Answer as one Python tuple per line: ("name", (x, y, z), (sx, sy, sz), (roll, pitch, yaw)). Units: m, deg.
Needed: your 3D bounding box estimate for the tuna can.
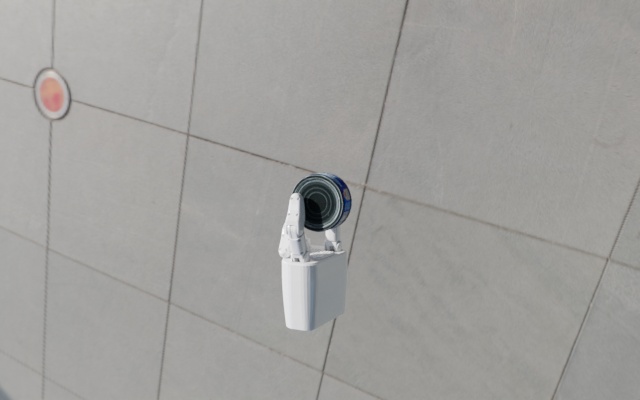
("tuna can", (0.000, 0.002, 0.696), (0.086, 0.086, 0.034), (0, 6, 23))
